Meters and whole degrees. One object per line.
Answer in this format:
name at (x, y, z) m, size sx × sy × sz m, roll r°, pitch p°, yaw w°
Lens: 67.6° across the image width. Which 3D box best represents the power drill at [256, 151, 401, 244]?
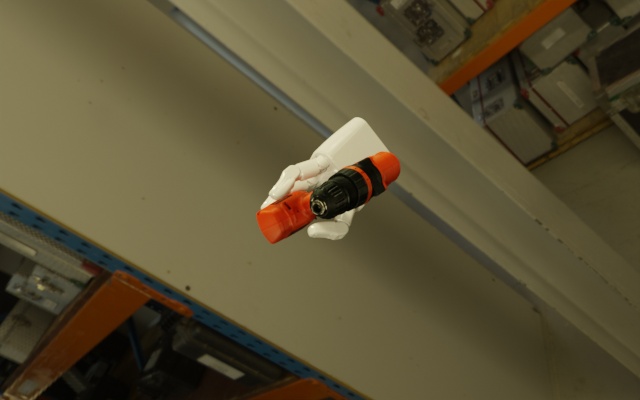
power drill at (0.000, 0.002, 0.645) m, size 0.188 × 0.057 × 0.184 m, roll -23°, pitch 2°, yaw 40°
